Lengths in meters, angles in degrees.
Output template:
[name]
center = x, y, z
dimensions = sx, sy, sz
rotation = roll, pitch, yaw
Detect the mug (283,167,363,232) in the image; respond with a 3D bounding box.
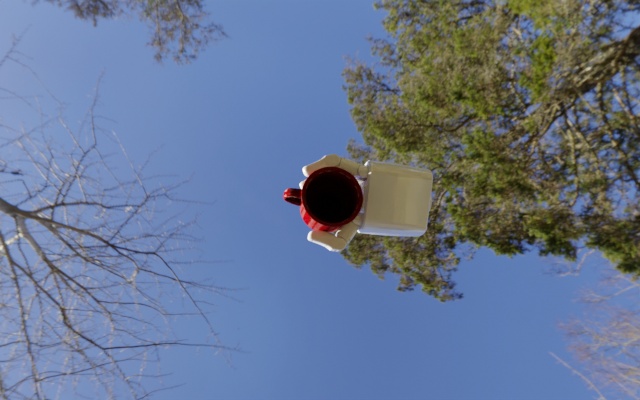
[mug]
center = -0.001, 0.002, 0.741
dimensions = 0.117, 0.093, 0.081
rotation = 7, -16, -7
